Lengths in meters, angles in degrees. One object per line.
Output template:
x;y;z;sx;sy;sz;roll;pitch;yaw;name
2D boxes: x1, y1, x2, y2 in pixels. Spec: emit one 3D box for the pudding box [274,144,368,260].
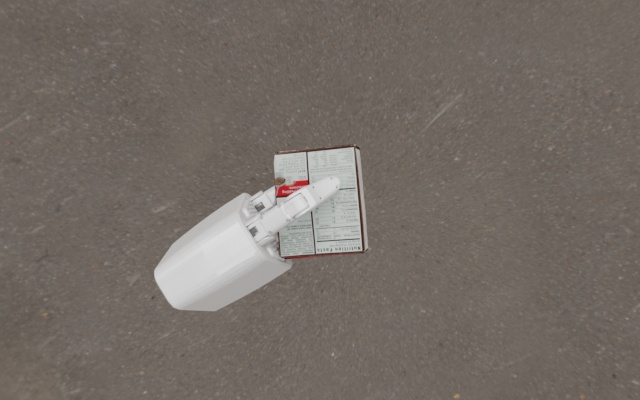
0.000;0.002;0.496;0.090;0.113;0.039;-5;1;9;pudding box
